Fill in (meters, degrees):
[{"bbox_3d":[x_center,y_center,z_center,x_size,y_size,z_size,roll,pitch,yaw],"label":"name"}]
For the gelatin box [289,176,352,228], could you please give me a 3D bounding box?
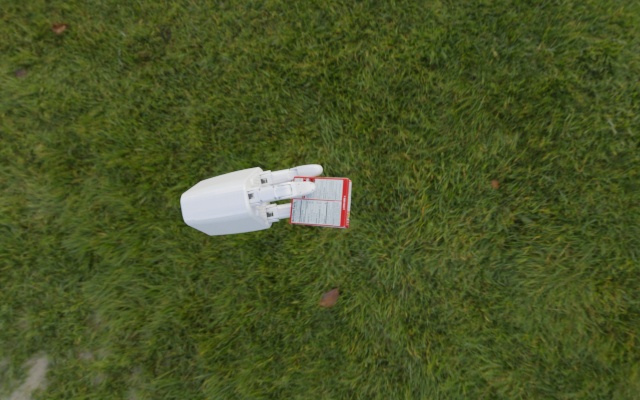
[{"bbox_3d":[0.000,0.002,0.724,0.089,0.073,0.030,3,-5,15],"label":"gelatin box"}]
